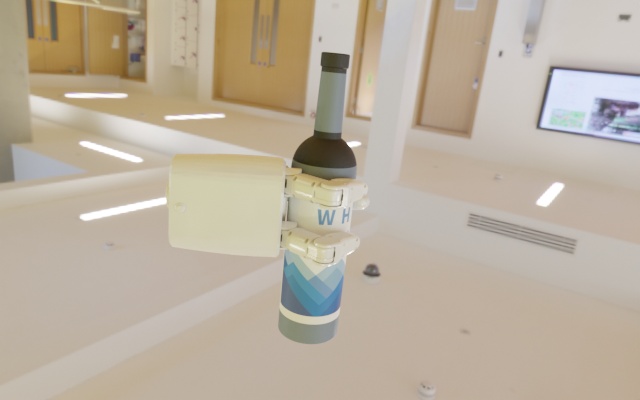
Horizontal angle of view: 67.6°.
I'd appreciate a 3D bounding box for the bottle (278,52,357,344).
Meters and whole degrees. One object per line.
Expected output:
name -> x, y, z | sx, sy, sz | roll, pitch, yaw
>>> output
bottle -> 0.000, 0.002, 0.492 | 0.069, 0.296, 0.069 | 5, 16, -2
